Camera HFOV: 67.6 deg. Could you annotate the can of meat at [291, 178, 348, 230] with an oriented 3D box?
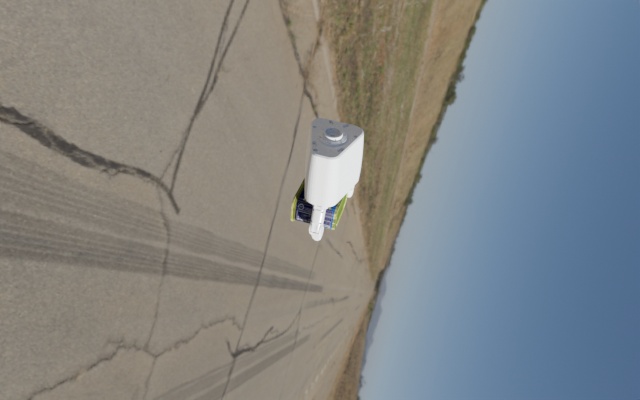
[{"bbox_3d":[0.000,0.003,0.893,0.084,0.057,0.102,14,40,9],"label":"can of meat"}]
